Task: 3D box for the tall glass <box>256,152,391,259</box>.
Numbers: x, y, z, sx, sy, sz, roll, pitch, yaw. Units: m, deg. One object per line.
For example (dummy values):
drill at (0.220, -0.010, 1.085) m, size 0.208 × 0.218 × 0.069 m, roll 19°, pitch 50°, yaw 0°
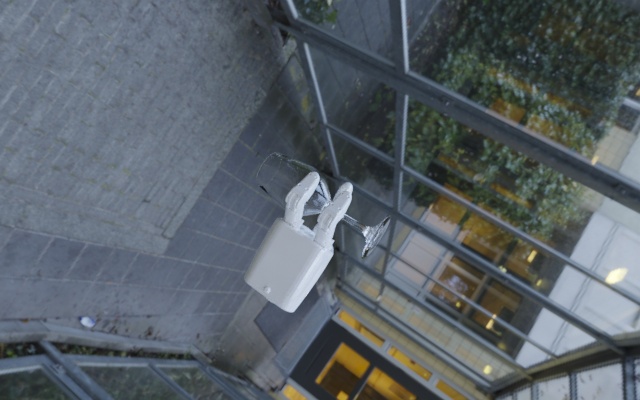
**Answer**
tall glass at (0.001, 0.003, 0.712) m, size 0.201 × 0.079 × 0.079 m, roll 32°, pitch 11°, yaw 17°
